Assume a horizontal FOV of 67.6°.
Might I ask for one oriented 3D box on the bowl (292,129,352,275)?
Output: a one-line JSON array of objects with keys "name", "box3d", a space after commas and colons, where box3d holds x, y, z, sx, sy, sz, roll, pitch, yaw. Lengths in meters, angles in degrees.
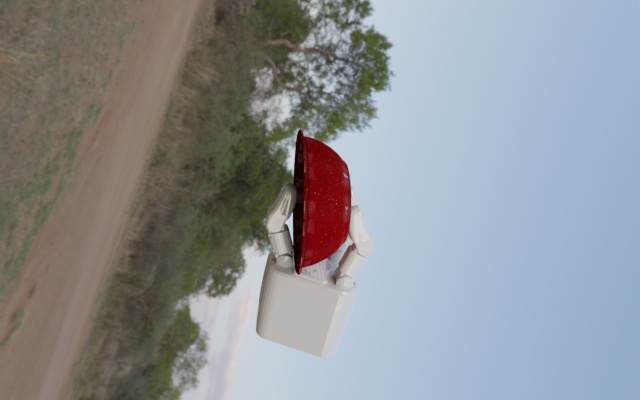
[{"name": "bowl", "box3d": [0.001, 0.001, 0.537, 0.055, 0.162, 0.162, 0, 0, -7]}]
